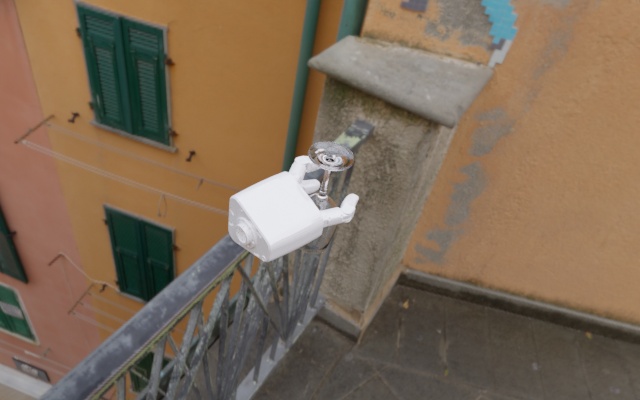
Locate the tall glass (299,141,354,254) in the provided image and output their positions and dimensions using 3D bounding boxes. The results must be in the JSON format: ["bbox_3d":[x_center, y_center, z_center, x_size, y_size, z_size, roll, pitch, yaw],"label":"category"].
[{"bbox_3d":[0.000,0.002,0.814,0.079,0.201,0.079,7,41,-6],"label":"tall glass"}]
